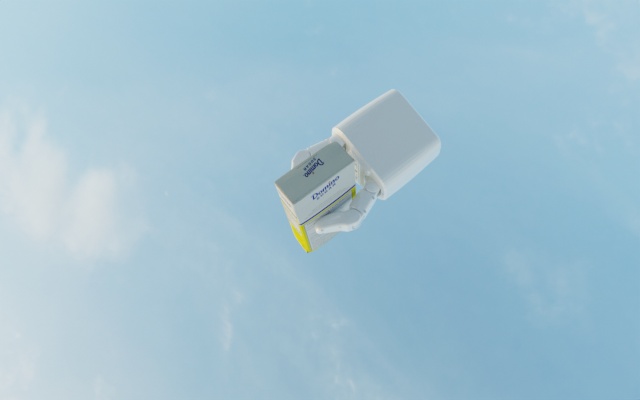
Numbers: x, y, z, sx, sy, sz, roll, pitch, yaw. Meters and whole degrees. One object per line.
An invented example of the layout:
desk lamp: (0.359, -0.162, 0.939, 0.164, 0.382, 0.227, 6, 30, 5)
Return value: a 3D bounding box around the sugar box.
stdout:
sugar box: (0.000, 0.002, 0.630, 0.093, 0.048, 0.176, -36, -25, -12)
